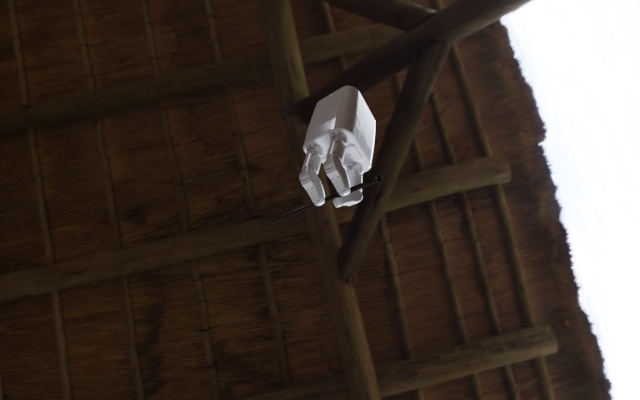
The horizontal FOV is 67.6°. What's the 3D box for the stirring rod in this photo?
[{"bbox_3d":[0.000,0.002,0.770,0.239,0.011,0.011,-22,-15,41],"label":"stirring rod"}]
